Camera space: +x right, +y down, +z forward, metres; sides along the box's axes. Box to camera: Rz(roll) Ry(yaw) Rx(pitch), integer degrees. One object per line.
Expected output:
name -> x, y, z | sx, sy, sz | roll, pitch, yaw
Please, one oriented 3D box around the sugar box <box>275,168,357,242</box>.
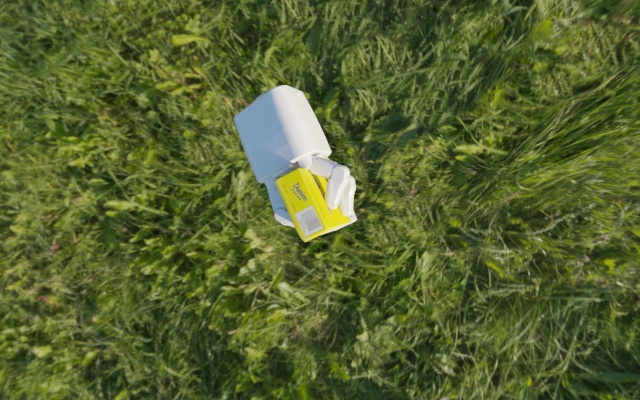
sugar box -> 0.000, 0.002, 0.707 | 0.048, 0.093, 0.176 | -26, -5, 19
